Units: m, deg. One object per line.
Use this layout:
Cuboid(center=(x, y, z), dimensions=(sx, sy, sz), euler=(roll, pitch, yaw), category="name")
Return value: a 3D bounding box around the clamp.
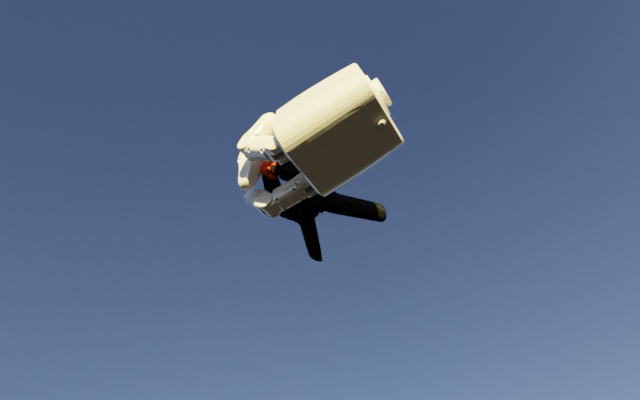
Cuboid(center=(0.000, 0.001, 0.583), dimensions=(0.120, 0.039, 0.171), euler=(-32, -51, 11), category="clamp")
